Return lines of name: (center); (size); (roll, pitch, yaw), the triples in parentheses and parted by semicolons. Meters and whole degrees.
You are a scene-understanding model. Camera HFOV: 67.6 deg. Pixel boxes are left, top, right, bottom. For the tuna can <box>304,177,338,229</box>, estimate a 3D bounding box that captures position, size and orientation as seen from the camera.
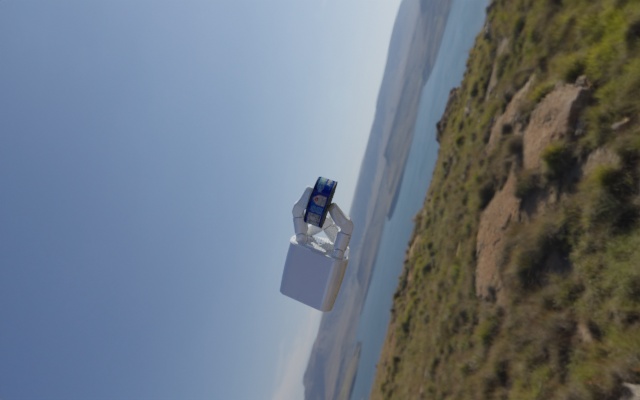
tuna can: (0.000, 0.002, 0.821); (0.034, 0.086, 0.086); (19, 1, 4)
